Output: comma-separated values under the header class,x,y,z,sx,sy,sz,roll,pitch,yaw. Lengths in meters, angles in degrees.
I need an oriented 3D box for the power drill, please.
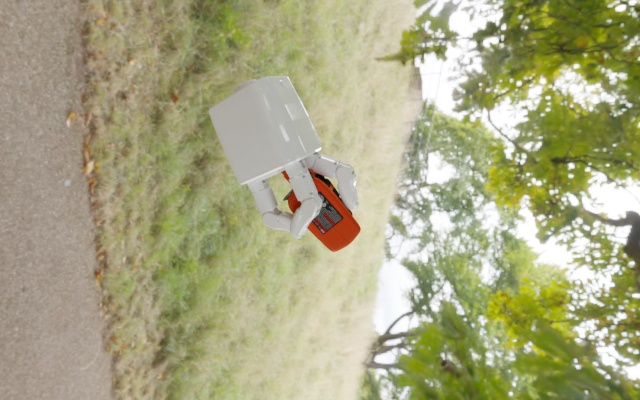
class,x,y,z,sx,sy,sz,roll,pitch,yaw
power drill,0.000,0.002,0.702,0.057,0.184,0.187,-42,21,5
